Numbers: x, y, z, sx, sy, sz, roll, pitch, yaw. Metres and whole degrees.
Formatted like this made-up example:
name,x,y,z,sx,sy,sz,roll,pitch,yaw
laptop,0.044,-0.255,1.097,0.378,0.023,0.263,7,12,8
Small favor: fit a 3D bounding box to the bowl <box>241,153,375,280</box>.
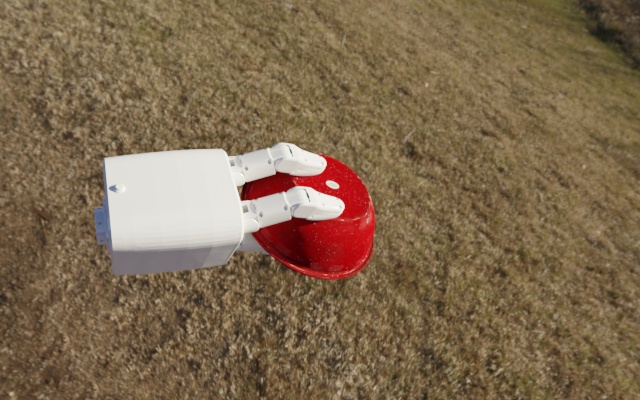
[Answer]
name,x,y,z,sx,sy,sz,roll,pitch,yaw
bowl,0.001,0.001,0.509,0.162,0.162,0.055,0,-39,-36
